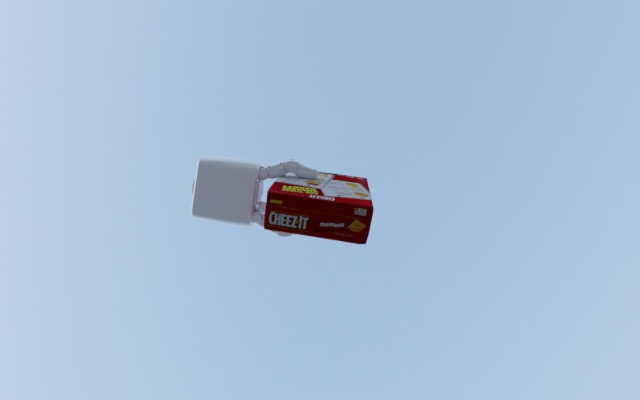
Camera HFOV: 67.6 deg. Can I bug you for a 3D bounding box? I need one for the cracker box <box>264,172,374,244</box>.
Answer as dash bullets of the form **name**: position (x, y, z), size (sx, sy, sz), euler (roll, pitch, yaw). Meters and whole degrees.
- **cracker box**: position (0.000, 0.002, 0.823), size (0.164, 0.072, 0.213), euler (8, 15, 1)
